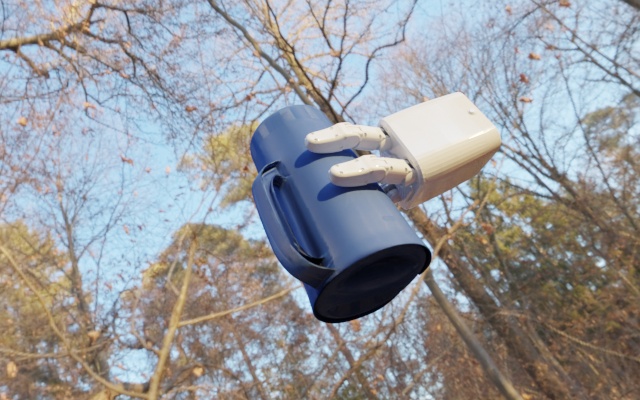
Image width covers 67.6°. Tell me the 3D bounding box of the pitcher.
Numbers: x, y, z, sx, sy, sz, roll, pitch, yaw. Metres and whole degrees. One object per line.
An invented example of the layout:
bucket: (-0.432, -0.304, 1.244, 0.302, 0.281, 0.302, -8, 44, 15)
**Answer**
pitcher: (0.000, 0.002, 0.533, 0.145, 0.242, 0.149, -24, -35, -9)
